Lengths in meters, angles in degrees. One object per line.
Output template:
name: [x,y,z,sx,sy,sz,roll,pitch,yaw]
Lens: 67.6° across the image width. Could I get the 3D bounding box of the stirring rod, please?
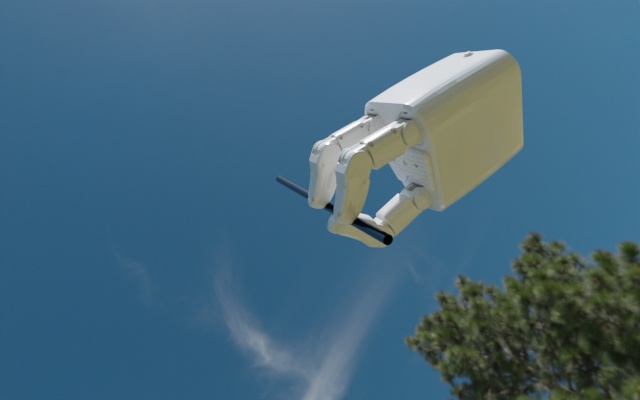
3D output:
stirring rod: [0.000,0.001,0.442,0.011,0.011,0.239,0,13,-24]
